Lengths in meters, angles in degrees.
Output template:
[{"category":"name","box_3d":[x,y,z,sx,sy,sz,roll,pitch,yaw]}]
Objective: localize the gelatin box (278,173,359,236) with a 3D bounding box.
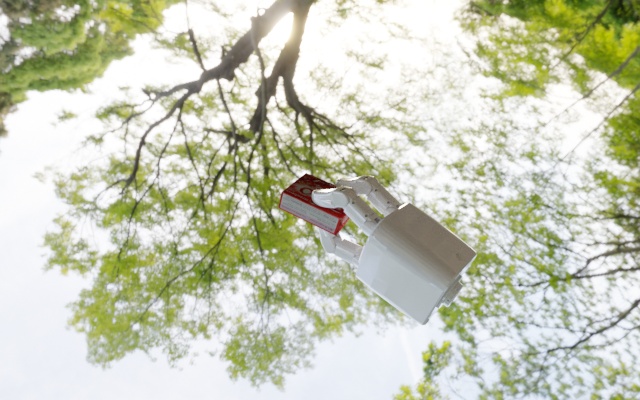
[{"category":"gelatin box","box_3d":[0.000,0.002,0.638,0.089,0.030,0.073,24,32,14]}]
